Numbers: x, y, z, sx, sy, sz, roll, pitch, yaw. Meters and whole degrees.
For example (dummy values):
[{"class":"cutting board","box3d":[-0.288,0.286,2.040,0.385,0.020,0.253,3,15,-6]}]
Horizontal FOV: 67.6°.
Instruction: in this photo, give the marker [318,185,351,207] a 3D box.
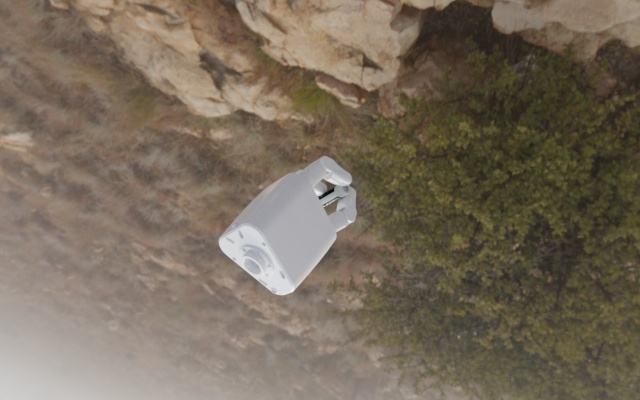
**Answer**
[{"class":"marker","box3d":[0.000,0.002,0.714,0.020,0.020,0.121,0,-20,-39]}]
